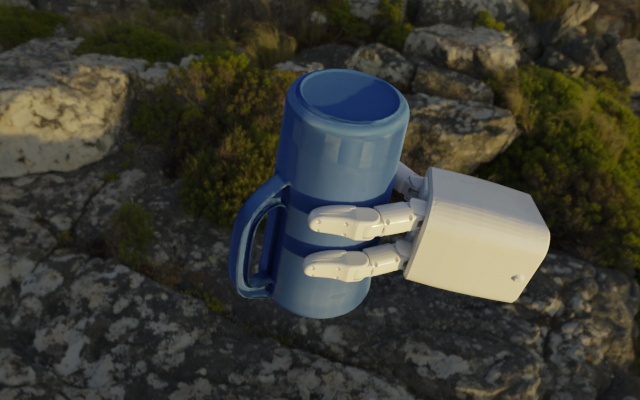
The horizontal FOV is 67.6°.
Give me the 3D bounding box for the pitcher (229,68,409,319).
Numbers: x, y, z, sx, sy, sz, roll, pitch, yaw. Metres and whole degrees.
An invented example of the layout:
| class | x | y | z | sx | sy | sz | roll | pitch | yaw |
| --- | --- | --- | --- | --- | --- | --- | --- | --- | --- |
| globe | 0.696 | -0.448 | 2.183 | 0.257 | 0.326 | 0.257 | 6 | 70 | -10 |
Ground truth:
| class | x | y | z | sx | sy | sz | roll | pitch | yaw |
| --- | --- | --- | --- | --- | --- | --- | --- | --- | --- |
| pitcher | 0.000 | 0.002 | 0.479 | 0.145 | 0.243 | 0.149 | 15 | 42 | 6 |
